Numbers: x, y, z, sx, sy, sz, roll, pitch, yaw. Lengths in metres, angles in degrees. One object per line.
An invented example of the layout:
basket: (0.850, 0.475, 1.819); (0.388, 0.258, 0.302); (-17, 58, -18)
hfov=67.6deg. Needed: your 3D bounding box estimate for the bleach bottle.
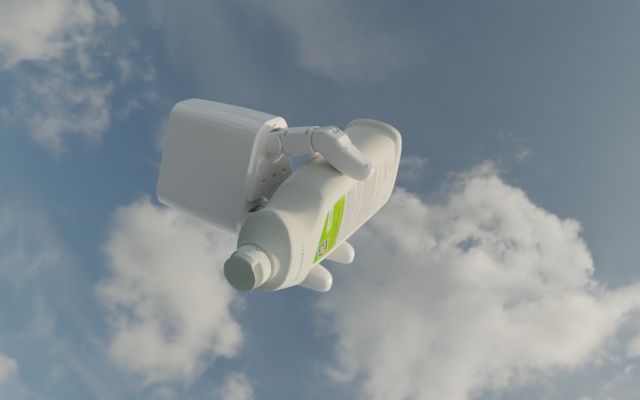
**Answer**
bleach bottle: (0.000, 0.002, 0.437); (0.068, 0.103, 0.250); (17, 28, 22)
